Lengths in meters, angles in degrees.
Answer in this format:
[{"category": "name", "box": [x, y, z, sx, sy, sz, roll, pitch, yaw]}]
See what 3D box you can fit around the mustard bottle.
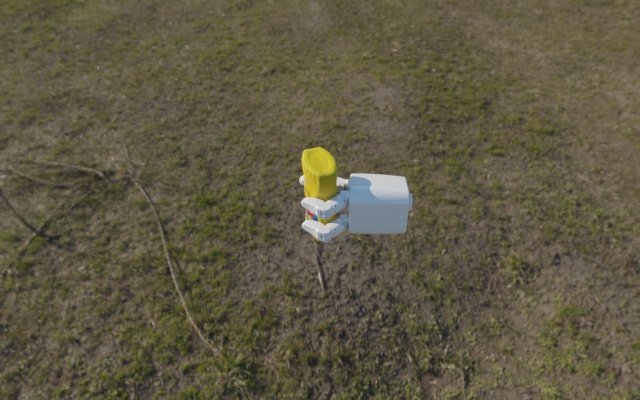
[{"category": "mustard bottle", "box": [0.000, 0.003, 0.900, 0.058, 0.192, 0.096, -14, 40, -15]}]
